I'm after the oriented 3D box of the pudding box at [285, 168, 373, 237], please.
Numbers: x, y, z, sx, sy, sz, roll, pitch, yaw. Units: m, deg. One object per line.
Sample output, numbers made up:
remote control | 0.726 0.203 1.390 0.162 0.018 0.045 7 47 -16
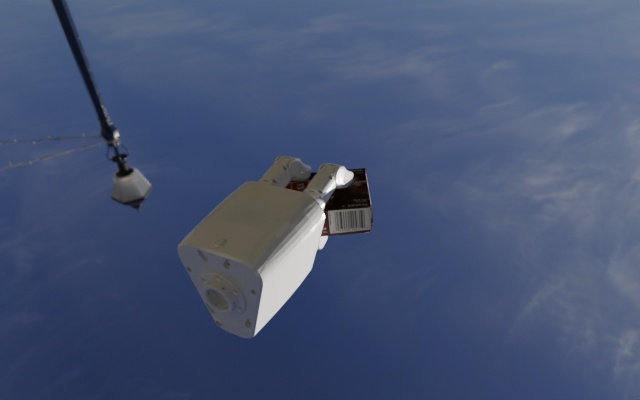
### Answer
pudding box | 0.000 0.002 0.546 0.113 0.039 0.090 -3 32 2
